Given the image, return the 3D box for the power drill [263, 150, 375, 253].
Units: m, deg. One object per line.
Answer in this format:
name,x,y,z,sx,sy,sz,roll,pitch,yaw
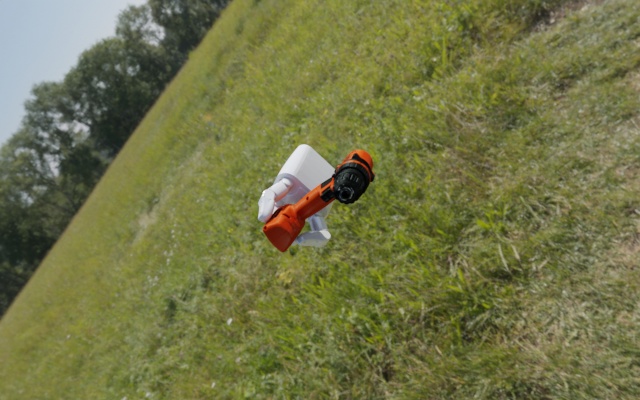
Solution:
power drill,0.000,0.003,0.736,0.188,0.057,0.184,-36,7,20
